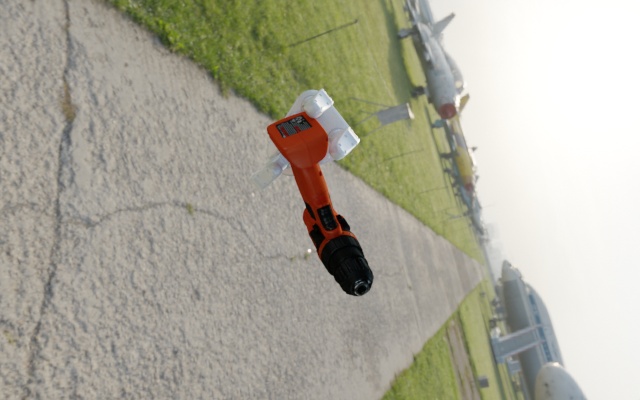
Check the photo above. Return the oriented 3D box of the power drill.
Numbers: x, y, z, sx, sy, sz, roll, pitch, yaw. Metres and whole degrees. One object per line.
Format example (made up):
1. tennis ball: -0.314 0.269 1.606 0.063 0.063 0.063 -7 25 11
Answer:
1. power drill: 0.000 0.001 0.563 0.057 0.188 0.184 -22 31 -8
